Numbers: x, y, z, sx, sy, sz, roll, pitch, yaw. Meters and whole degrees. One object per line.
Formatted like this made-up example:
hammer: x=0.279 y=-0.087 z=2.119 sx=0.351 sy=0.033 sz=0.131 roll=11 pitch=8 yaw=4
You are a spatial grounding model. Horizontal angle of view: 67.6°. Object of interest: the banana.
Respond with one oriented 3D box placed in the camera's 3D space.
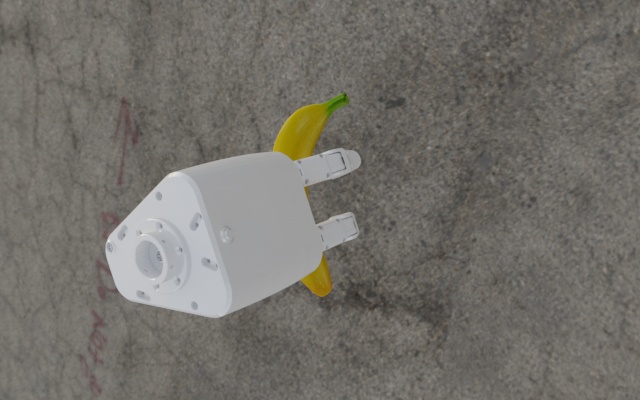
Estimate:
banana: x=-0.017 y=-0.005 z=0.459 sx=0.069 sy=0.198 sz=0.037 roll=9 pitch=13 yaw=21
